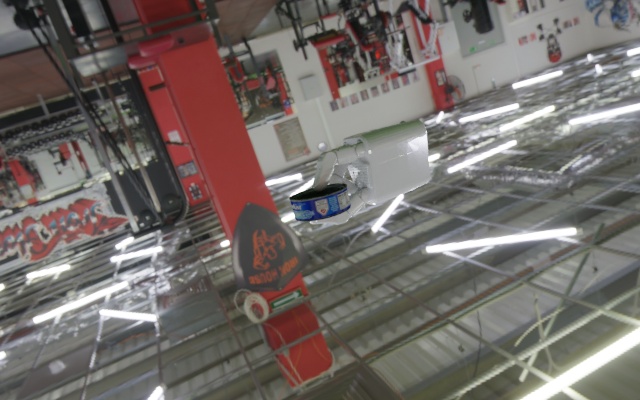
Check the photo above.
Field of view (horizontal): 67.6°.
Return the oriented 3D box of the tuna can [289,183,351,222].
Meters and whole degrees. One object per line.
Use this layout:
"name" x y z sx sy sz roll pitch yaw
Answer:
"tuna can" 0.000 0.003 0.690 0.086 0.034 0.086 -13 11 2
